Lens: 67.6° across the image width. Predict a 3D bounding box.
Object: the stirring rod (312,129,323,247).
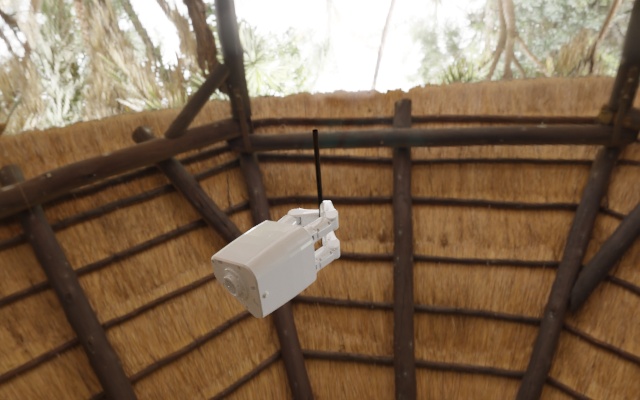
[{"bbox_3d":[0.000,0.002,0.739,0.011,0.240,0.011,-3,32,2],"label":"stirring rod"}]
